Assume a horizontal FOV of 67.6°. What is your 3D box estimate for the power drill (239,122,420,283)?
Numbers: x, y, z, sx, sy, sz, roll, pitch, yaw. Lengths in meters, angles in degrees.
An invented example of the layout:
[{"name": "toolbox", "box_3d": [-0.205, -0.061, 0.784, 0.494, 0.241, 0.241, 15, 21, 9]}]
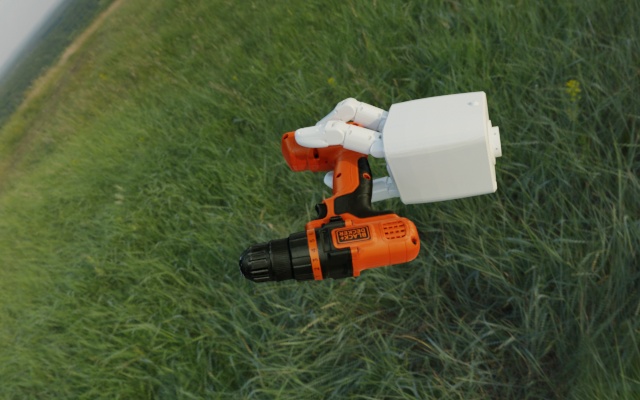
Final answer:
[{"name": "power drill", "box_3d": [0.000, 0.001, 0.530, 0.184, 0.187, 0.057, -8, -37, -1]}]
